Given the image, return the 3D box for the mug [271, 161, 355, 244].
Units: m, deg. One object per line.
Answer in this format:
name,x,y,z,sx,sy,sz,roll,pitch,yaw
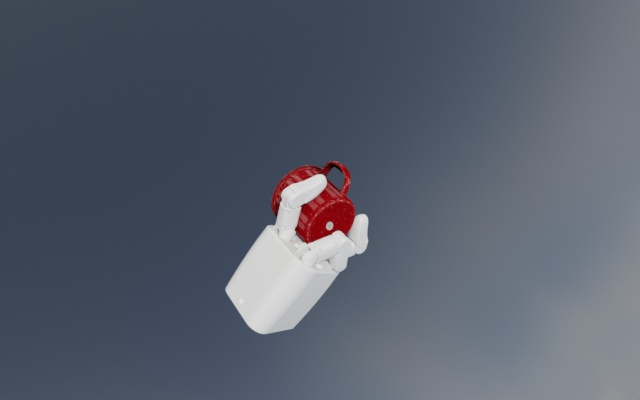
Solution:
mug,0.001,0.001,0.644,0.093,0.117,0.081,25,14,-48
